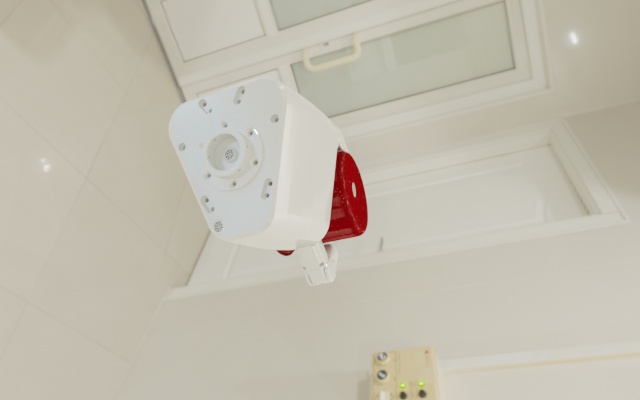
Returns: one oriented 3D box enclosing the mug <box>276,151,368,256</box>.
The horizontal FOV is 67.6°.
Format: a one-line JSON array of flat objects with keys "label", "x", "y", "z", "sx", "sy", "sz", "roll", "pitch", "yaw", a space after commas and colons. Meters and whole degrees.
[{"label": "mug", "x": 0.001, "y": 0.002, "z": 0.468, "sx": 0.081, "sy": 0.093, "sz": 0.117, "roll": -12, "pitch": -9, "yaw": 18}]
